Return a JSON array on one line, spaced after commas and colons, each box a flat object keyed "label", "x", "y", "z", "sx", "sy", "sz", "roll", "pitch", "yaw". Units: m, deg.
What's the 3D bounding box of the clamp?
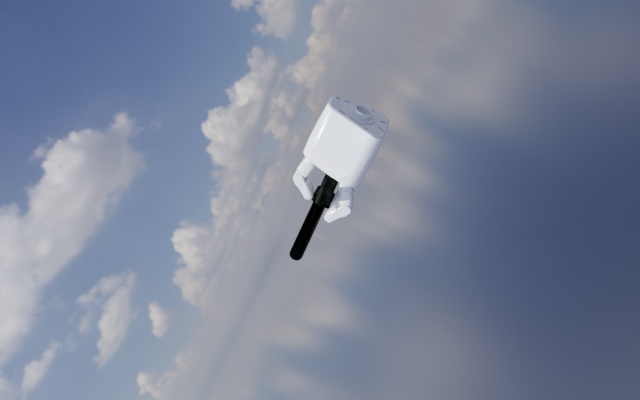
[{"label": "clamp", "x": 0.000, "y": 0.002, "z": 0.879, "sx": 0.036, "sy": 0.165, "sz": 0.209, "roll": 26, "pitch": 37, "yaw": -3}]
